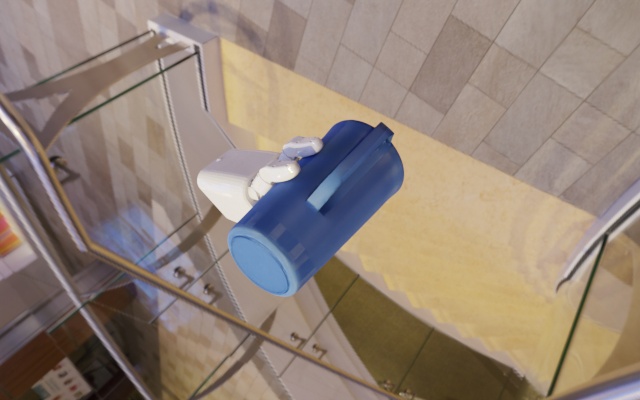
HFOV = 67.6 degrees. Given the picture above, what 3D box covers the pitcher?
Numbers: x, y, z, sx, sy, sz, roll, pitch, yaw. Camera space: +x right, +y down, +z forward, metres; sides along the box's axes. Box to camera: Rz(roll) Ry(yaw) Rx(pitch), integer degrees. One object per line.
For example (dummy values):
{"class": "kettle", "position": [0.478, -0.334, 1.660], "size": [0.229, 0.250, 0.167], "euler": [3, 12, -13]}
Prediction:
{"class": "pitcher", "position": [0.000, 0.002, 0.618], "size": [0.145, 0.149, 0.242], "euler": [12, 43, 37]}
